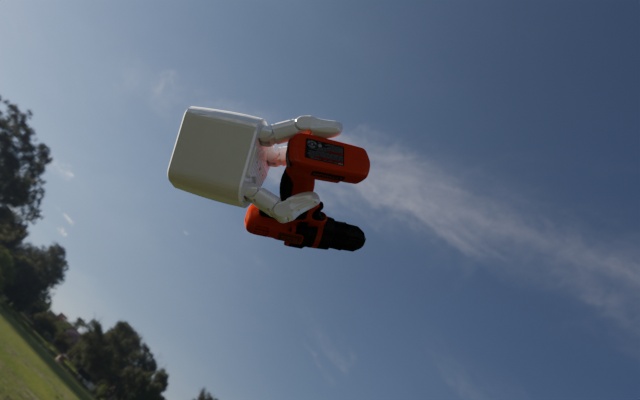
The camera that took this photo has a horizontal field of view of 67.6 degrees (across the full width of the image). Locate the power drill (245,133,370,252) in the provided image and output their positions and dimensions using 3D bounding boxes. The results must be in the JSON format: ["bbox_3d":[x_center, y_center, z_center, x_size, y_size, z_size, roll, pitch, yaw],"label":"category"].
[{"bbox_3d":[0.000,0.002,0.660,0.184,0.057,0.188,11,-43,-14],"label":"power drill"}]
